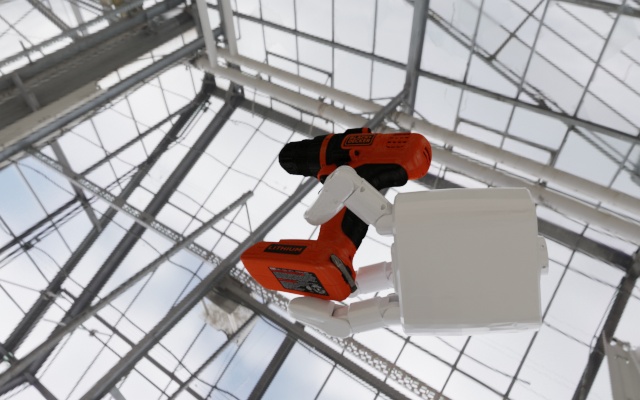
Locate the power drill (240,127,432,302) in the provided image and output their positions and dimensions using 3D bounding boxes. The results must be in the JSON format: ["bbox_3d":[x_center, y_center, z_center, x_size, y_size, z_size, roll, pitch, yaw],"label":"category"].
[{"bbox_3d":[0.000,0.002,0.475,0.184,0.187,0.057,1,-41,37],"label":"power drill"}]
